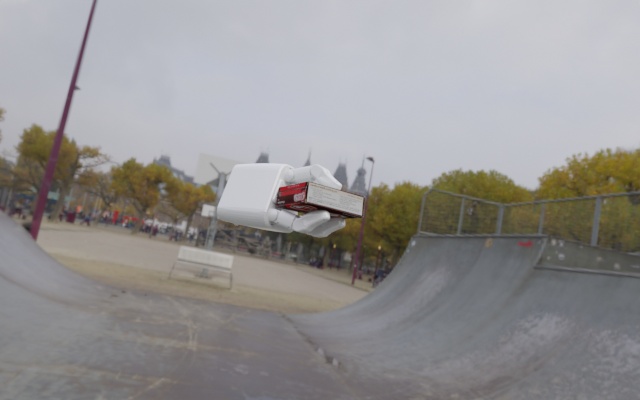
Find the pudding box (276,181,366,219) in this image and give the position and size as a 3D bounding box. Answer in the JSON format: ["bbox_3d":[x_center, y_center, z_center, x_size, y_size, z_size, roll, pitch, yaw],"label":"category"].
[{"bbox_3d":[0.000,0.002,0.754,0.113,0.039,0.090,12,-10,-32],"label":"pudding box"}]
